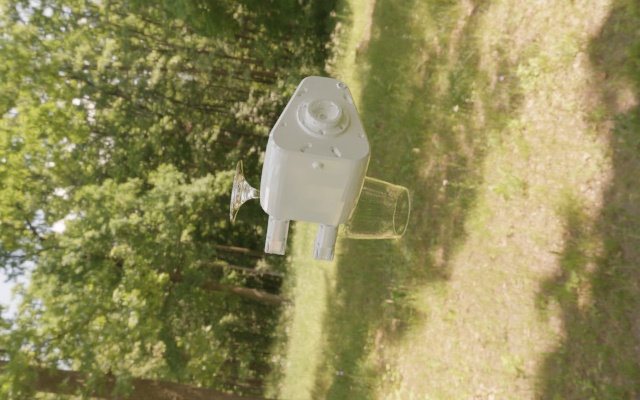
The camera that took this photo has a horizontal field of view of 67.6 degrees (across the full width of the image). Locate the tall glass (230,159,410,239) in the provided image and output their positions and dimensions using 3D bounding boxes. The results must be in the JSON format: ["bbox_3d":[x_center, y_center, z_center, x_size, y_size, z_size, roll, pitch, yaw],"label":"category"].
[{"bbox_3d":[-0.001,0.002,0.562,0.201,0.079,0.079,8,-1,-5],"label":"tall glass"}]
